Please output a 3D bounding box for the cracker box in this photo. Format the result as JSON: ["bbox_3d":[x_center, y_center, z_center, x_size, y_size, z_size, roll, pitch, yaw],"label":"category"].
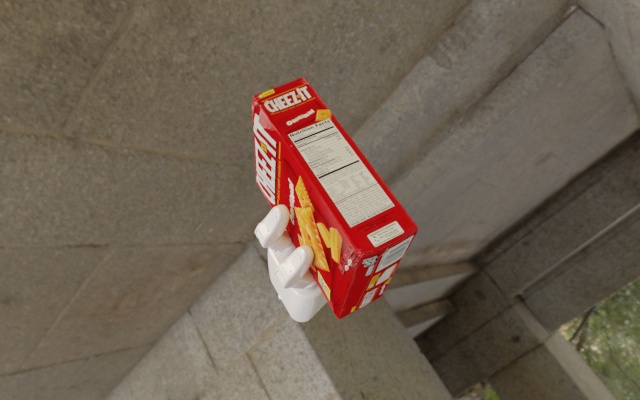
[{"bbox_3d":[0.000,0.002,0.524,0.072,0.213,0.164,-24,-26,-20],"label":"cracker box"}]
